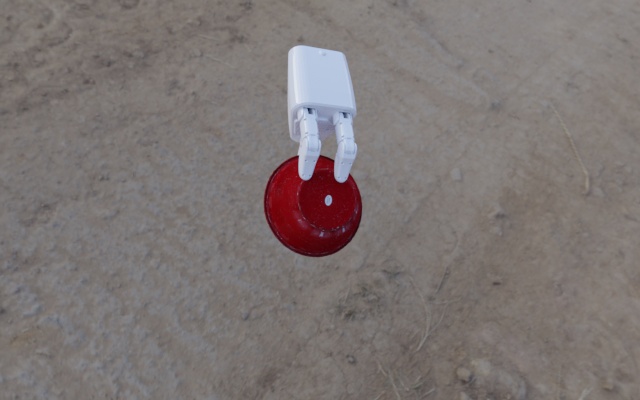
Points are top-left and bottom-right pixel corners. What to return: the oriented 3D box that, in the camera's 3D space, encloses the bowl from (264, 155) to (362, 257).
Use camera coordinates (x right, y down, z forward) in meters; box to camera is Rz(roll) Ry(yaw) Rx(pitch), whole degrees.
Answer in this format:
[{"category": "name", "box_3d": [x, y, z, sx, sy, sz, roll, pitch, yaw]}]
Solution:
[{"category": "bowl", "box_3d": [0.001, 0.004, 0.709, 0.162, 0.162, 0.055, 0, -9, -22]}]
